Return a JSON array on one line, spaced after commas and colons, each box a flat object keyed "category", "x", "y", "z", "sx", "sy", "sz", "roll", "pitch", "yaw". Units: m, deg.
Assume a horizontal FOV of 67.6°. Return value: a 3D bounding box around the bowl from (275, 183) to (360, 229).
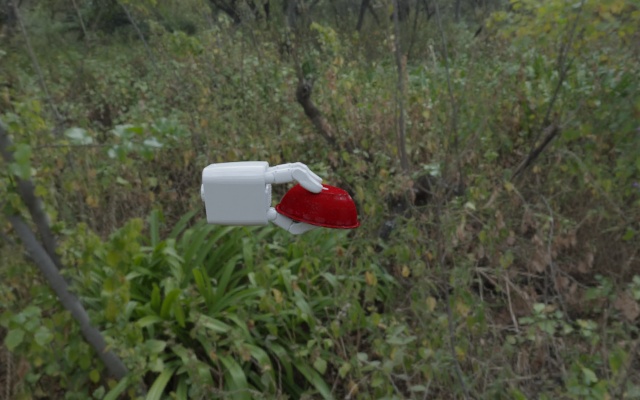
[{"category": "bowl", "x": 0.001, "y": 0.003, "z": 0.878, "sx": 0.162, "sy": 0.055, "sz": 0.162, "roll": 12, "pitch": 10, "yaw": -2}]
